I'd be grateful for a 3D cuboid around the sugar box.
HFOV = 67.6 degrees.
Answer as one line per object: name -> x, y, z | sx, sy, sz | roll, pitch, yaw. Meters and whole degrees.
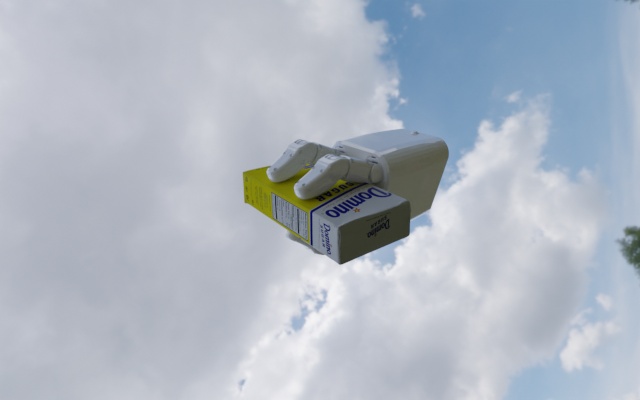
sugar box -> 0.000, 0.001, 0.503 | 0.093, 0.048, 0.176 | -18, 27, -34
